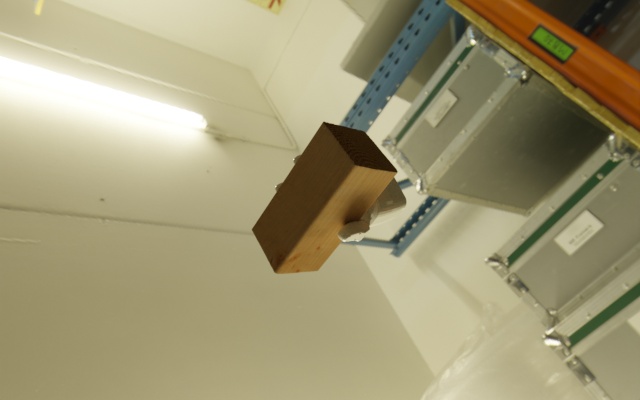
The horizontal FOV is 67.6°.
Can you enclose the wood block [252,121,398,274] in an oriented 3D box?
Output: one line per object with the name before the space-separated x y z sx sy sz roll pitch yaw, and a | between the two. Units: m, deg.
wood block | 0.000 0.003 0.678 0.090 0.206 0.090 4 41 -45
